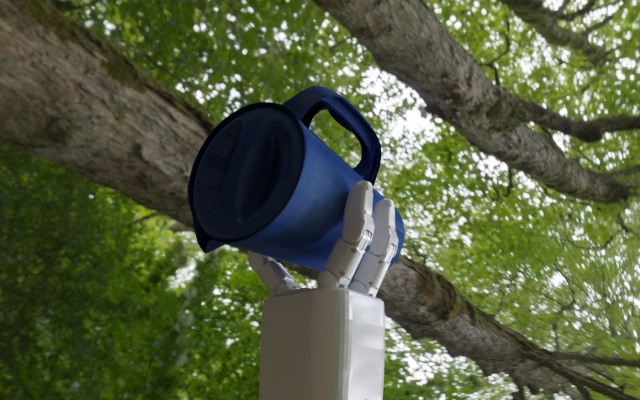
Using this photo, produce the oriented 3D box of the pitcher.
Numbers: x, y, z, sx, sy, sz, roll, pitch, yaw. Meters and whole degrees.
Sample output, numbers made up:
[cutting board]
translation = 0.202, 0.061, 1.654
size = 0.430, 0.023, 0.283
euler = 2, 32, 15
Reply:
[pitcher]
translation = 0.000, 0.002, 0.501
size = 0.149, 0.145, 0.243
euler = -14, -26, 30
